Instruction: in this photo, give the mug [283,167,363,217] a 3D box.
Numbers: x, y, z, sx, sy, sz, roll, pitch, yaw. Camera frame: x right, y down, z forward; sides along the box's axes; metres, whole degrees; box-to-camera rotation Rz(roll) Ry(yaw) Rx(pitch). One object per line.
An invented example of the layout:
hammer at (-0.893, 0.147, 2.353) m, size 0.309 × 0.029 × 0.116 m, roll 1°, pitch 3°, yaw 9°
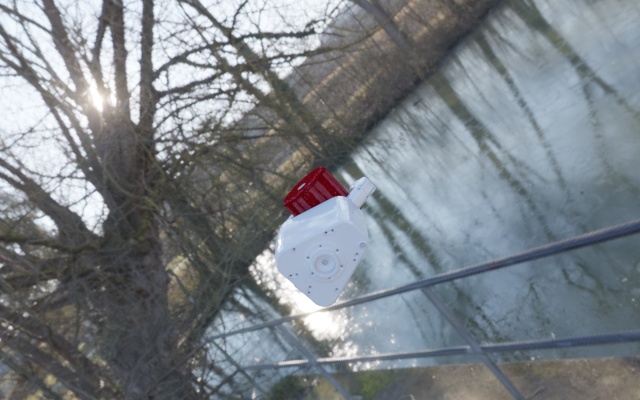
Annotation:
mug at (0.000, 0.002, 0.709) m, size 0.093 × 0.081 × 0.117 m, roll -42°, pitch 12°, yaw 8°
